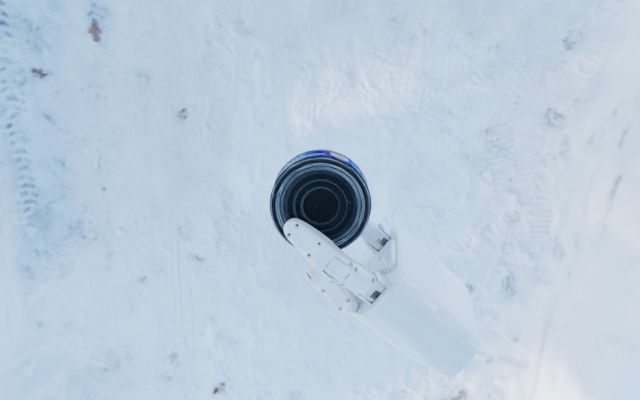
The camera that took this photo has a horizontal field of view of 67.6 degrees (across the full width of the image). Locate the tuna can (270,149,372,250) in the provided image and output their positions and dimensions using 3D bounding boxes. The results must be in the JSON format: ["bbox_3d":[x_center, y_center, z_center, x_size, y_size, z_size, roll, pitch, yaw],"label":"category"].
[{"bbox_3d":[0.000,0.001,0.406,0.086,0.086,0.033,0,15,1],"label":"tuna can"}]
